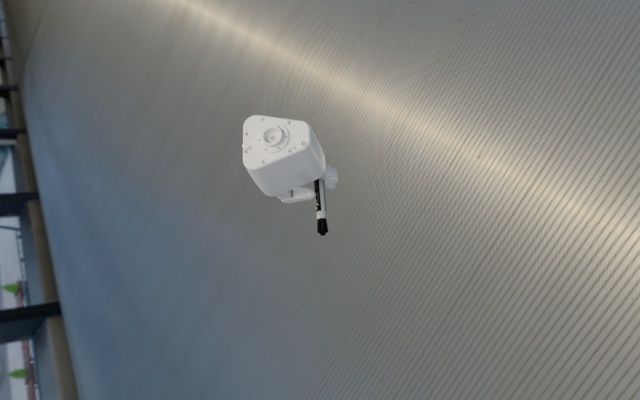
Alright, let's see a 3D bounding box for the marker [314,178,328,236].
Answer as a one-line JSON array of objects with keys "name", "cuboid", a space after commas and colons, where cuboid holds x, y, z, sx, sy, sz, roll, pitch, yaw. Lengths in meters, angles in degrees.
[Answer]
[{"name": "marker", "cuboid": [0.000, 0.003, 0.836, 0.020, 0.121, 0.020, -4, -21, -1]}]
